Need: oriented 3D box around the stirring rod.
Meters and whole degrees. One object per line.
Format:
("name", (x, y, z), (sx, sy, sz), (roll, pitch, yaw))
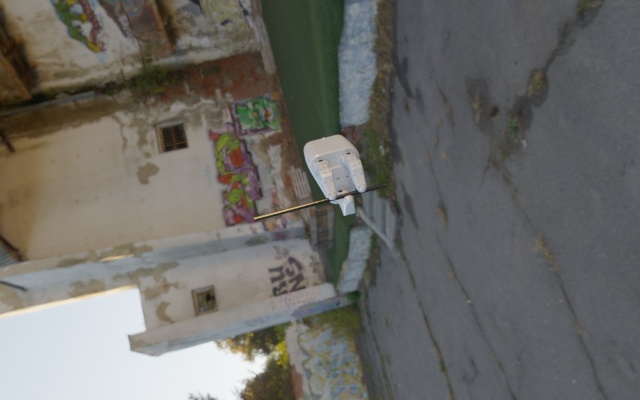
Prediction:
("stirring rod", (0.000, 0.003, 0.846), (0.239, 0.011, 0.011), (-15, 1, -4))
